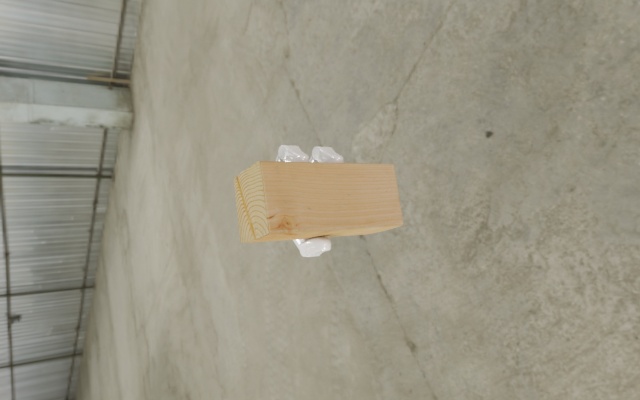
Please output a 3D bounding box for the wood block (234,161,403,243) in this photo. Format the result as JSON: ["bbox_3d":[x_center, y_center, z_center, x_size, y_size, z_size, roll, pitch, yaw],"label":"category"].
[{"bbox_3d":[0.000,0.002,0.644,0.206,0.091,0.090,-2,-11,-32],"label":"wood block"}]
